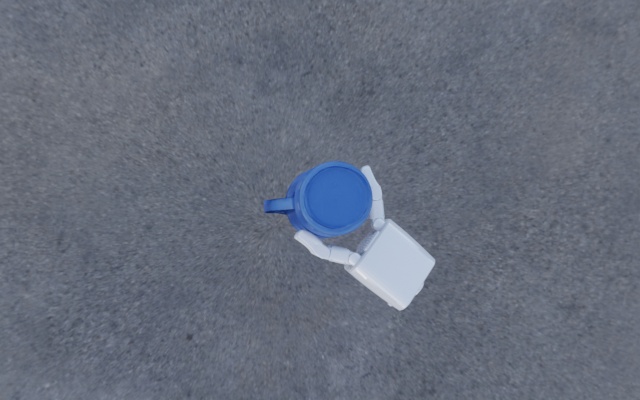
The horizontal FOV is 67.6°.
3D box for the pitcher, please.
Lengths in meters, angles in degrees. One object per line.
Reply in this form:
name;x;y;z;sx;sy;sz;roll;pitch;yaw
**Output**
pitcher;0.000;0.003;0.793;0.145;0.149;0.243;42;-6;-2
